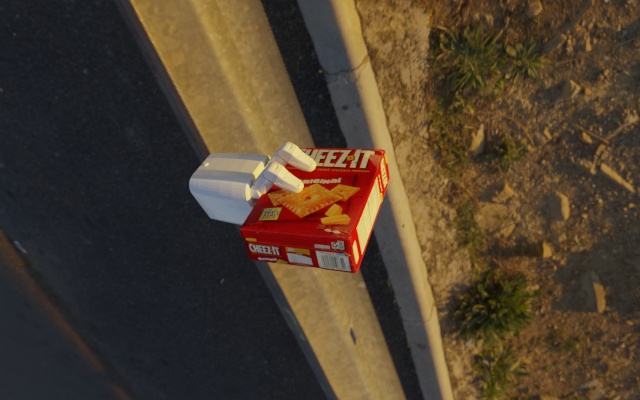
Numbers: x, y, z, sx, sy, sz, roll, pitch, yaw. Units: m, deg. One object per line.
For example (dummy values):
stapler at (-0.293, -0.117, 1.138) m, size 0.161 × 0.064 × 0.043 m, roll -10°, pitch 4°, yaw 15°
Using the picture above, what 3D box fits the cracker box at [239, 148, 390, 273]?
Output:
cracker box at (0.000, 0.003, 0.719) m, size 0.164 × 0.072 × 0.213 m, roll 4°, pitch 40°, yaw 20°
